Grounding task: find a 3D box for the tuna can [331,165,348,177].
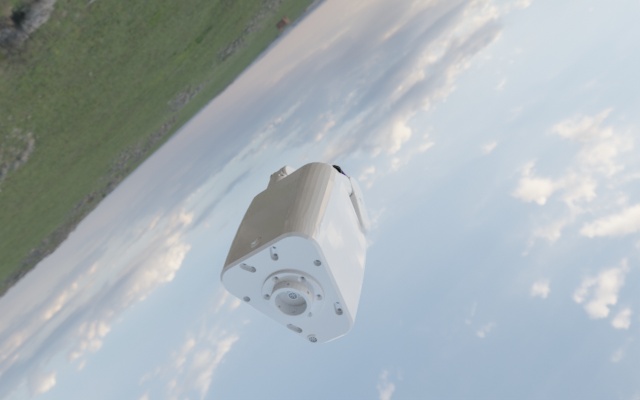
[{"bbox_3d":[0.000,0.002,0.540,0.034,0.086,0.086,46,-21,-21],"label":"tuna can"}]
